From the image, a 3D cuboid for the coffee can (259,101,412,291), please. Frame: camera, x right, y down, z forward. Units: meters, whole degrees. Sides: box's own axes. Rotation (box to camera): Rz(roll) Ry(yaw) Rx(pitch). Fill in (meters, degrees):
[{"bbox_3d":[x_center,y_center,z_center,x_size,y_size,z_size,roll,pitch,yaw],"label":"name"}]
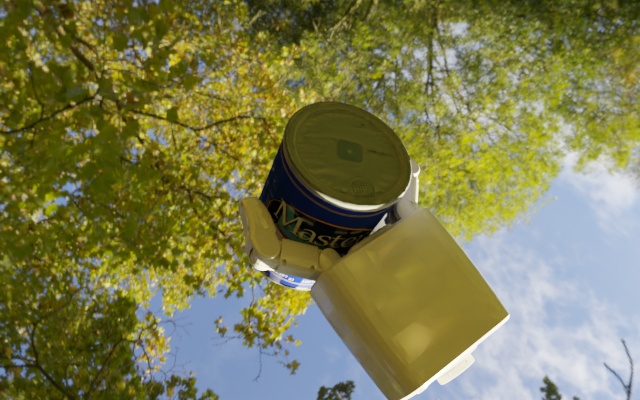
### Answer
[{"bbox_3d":[0.000,0.001,0.410,0.103,0.102,0.140,0,-34,-23],"label":"coffee can"}]
